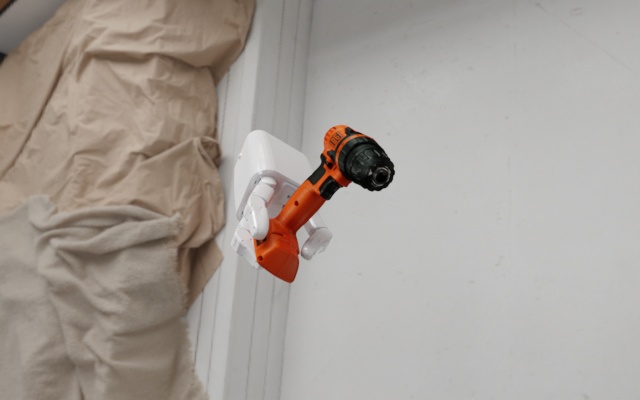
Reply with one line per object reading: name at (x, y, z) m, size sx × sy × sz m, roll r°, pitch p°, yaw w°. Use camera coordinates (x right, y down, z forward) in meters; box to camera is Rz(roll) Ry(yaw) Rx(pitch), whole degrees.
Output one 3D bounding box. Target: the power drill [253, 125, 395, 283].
power drill at (0.000, 0.002, 0.551) m, size 0.057 × 0.187 × 0.184 m, roll 37°, pitch 8°, yaw -18°
